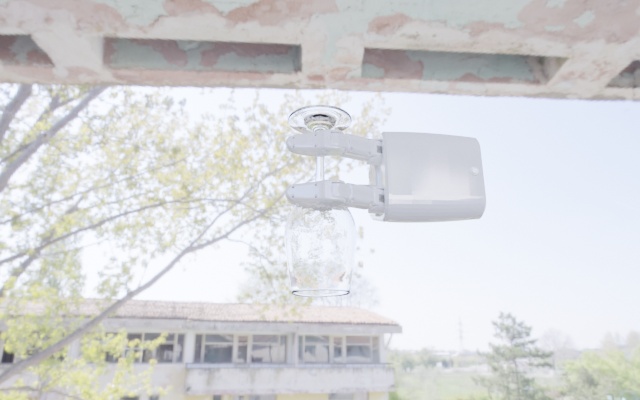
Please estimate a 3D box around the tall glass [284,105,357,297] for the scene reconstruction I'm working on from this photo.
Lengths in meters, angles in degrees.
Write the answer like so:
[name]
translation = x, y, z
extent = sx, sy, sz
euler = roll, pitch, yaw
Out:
[tall glass]
translation = 0.000, 0.001, 0.525
extent = 0.079, 0.201, 0.079
euler = 0, -17, 0
